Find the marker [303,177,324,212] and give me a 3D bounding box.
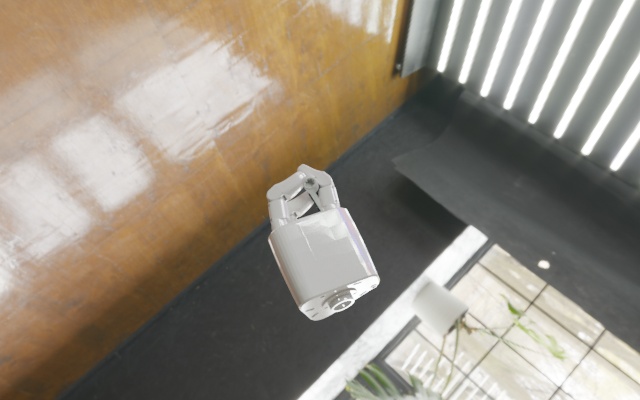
[{"bbox_3d":[0.000,0.002,0.699,0.020,0.020,0.121,0,-25,16],"label":"marker"}]
